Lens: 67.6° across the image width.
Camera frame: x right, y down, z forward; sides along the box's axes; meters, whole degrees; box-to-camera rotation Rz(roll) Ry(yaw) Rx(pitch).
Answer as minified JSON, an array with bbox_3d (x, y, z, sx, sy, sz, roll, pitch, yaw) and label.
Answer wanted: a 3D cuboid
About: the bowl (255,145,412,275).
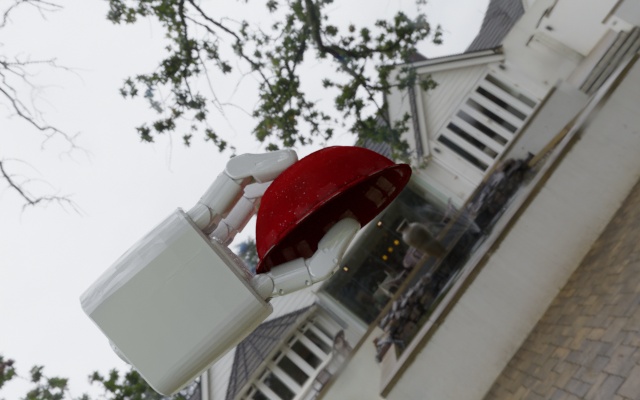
[{"bbox_3d":[0.001,0.000,0.423,0.162,0.055,0.162,-32,-17,-11],"label":"bowl"}]
